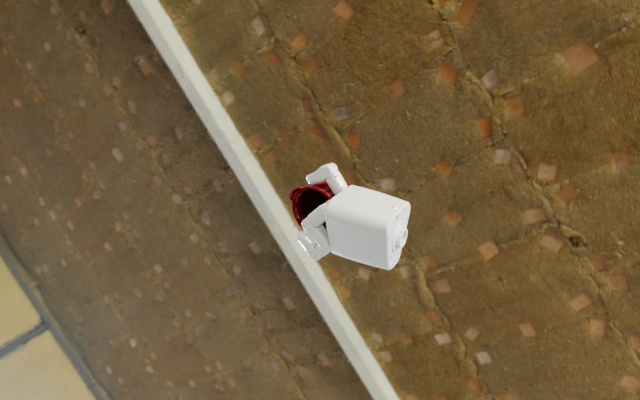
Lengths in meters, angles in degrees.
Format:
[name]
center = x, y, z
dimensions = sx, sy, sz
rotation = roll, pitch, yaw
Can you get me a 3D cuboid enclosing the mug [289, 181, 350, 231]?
[mug]
center = -0.001, 0.002, 0.851
dimensions = 0.117, 0.093, 0.081
rotation = 19, 30, 26
